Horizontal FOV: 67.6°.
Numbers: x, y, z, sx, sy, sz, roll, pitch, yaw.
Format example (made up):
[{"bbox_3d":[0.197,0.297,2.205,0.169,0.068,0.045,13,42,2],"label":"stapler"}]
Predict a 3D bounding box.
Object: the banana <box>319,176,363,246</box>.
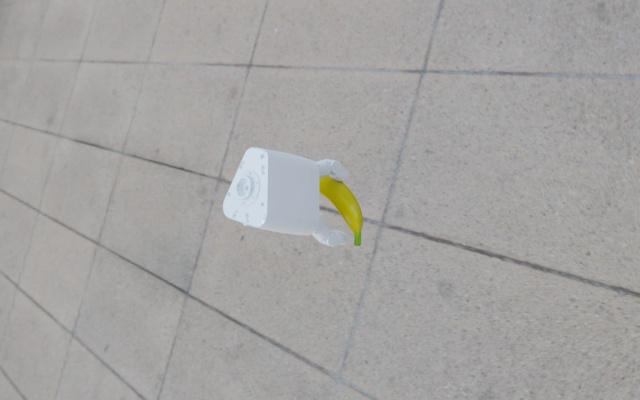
[{"bbox_3d":[0.011,-0.010,0.801,0.037,0.070,0.197,5,33,-49],"label":"banana"}]
